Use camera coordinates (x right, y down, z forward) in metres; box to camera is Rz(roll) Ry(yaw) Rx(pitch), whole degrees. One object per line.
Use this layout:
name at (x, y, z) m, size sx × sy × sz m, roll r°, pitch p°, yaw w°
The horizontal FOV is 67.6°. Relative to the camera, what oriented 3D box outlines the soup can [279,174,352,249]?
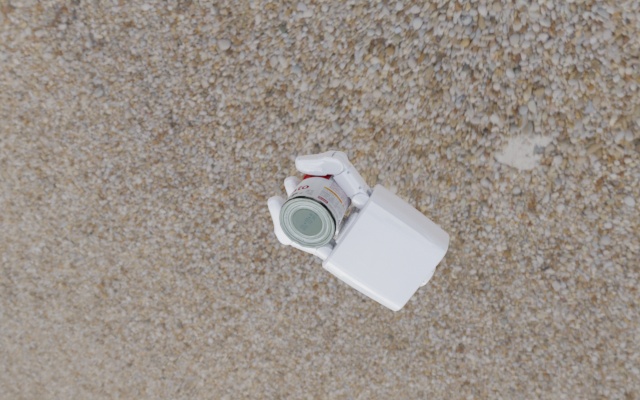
soup can at (0.000, 0.002, 0.560) m, size 0.068 × 0.068 × 0.102 m, roll 0°, pitch 29°, yaw 21°
